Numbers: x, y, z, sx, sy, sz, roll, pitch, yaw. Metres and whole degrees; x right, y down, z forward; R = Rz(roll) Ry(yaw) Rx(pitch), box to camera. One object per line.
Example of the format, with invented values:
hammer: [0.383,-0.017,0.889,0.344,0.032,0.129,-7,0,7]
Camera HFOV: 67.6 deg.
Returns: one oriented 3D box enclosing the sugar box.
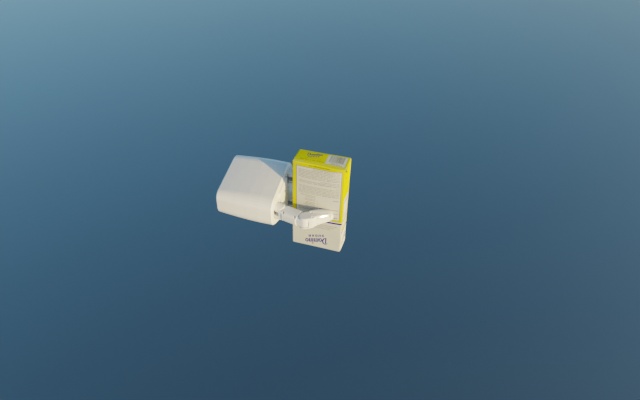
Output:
sugar box: [0.000,0.002,0.832,0.093,0.176,0.048,12,39,12]
